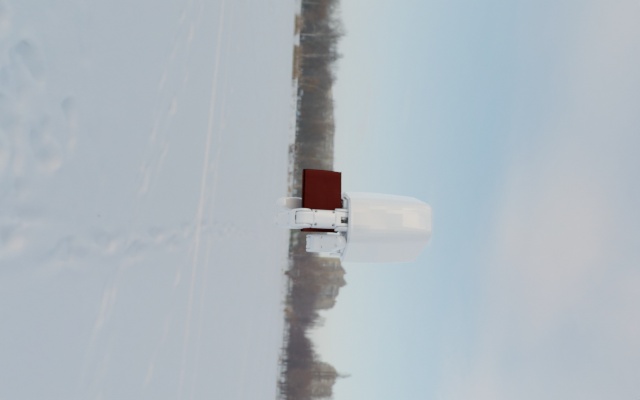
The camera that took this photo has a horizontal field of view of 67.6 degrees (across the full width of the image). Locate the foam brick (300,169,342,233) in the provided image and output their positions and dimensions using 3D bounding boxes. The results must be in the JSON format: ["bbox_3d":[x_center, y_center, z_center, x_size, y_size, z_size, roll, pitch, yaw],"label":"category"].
[{"bbox_3d":[0.000,0.002,0.637,0.051,0.078,0.053,2,-10,-3],"label":"foam brick"}]
